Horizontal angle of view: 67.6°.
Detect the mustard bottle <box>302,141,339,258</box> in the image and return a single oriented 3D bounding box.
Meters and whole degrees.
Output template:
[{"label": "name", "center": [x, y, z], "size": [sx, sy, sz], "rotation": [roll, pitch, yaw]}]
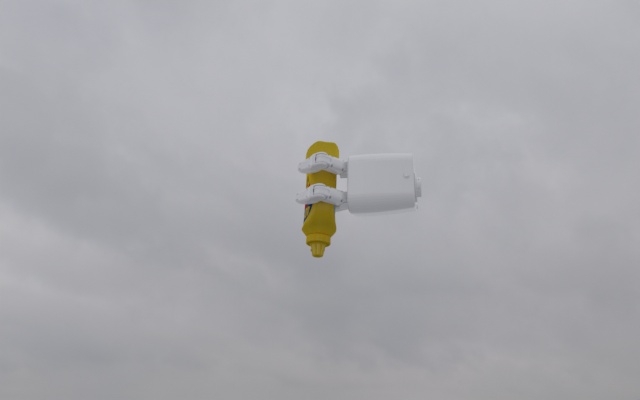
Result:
[{"label": "mustard bottle", "center": [0.000, 0.002, 0.811], "size": [0.058, 0.191, 0.096], "rotation": [6, -23, -9]}]
